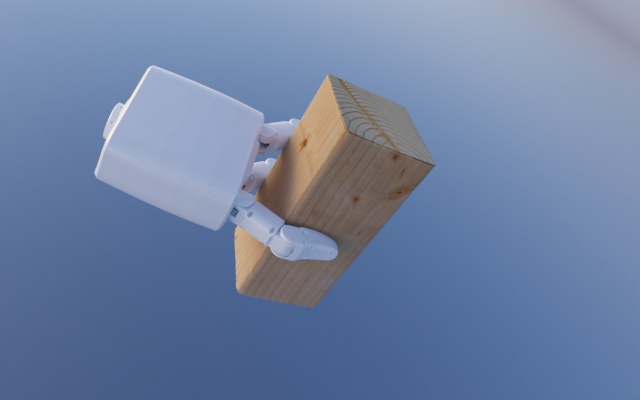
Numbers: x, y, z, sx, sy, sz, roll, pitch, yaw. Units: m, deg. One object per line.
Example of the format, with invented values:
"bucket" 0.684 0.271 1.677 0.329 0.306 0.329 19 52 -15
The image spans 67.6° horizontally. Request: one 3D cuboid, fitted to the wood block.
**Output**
"wood block" 0.000 0.001 0.455 0.090 0.206 0.090 17 37 -26
